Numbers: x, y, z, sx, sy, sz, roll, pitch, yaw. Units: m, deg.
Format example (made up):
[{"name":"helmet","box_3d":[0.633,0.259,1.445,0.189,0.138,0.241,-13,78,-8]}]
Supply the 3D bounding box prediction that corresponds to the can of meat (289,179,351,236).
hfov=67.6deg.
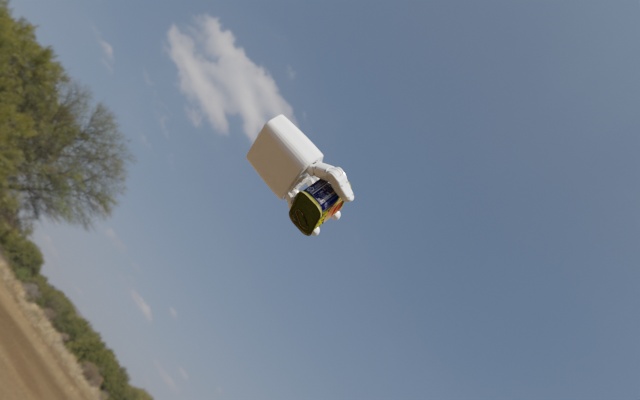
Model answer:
[{"name":"can of meat","box_3d":[0.000,0.003,0.828,0.084,0.057,0.102,-37,-14,-31]}]
